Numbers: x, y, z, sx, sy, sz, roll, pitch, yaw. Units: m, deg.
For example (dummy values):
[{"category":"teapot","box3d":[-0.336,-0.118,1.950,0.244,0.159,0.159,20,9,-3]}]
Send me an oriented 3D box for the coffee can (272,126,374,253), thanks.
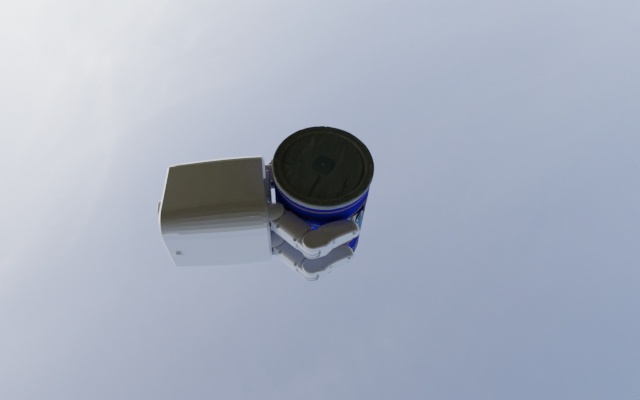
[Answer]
[{"category":"coffee can","box3d":[0.000,0.002,0.535,0.103,0.102,0.140,0,-34,-3]}]
